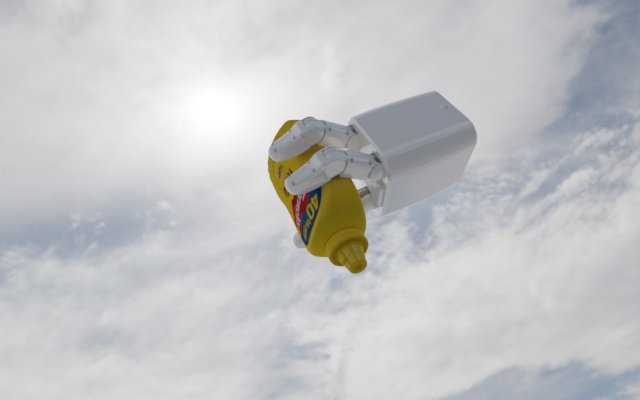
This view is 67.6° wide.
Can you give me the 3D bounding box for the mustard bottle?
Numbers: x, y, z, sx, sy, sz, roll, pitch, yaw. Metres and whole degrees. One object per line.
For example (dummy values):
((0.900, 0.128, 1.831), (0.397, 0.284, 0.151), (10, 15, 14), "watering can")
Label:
((0.000, 0.002, 0.501), (0.058, 0.096, 0.191), (-2, 40, -27), "mustard bottle")
